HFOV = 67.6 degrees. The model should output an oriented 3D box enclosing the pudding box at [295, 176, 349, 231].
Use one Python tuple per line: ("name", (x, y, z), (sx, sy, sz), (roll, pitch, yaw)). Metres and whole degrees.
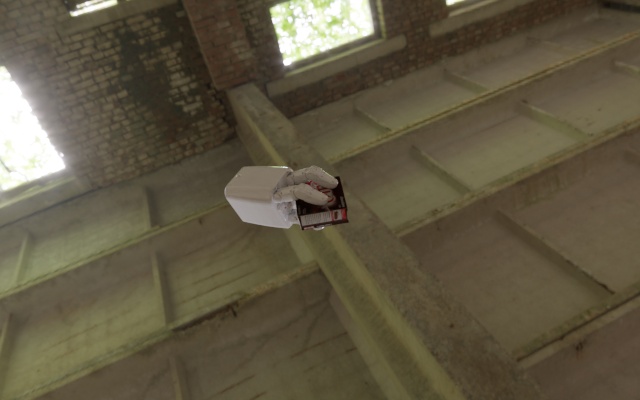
("pudding box", (0.000, 0.003, 0.878), (0.090, 0.039, 0.113), (-10, 36, 0))
